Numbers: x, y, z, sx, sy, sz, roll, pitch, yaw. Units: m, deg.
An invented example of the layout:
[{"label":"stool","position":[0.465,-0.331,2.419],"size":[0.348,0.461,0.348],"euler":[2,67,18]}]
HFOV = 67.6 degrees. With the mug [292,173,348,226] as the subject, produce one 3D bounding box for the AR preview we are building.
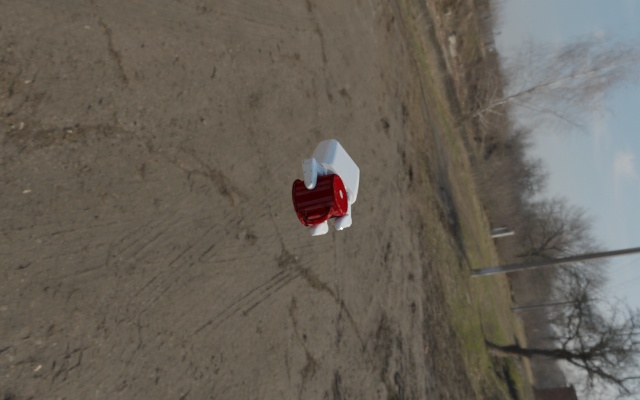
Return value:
[{"label":"mug","position":[0.000,0.004,0.892],"size":[0.081,0.093,0.117],"euler":[-13,32,19]}]
